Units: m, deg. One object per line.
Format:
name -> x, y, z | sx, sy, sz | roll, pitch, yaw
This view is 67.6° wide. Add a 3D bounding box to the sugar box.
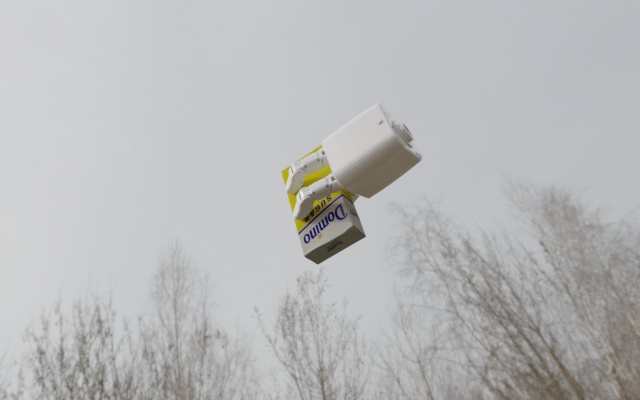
sugar box -> 0.000, 0.002, 0.755 | 0.093, 0.176, 0.048 | -33, -42, 18
